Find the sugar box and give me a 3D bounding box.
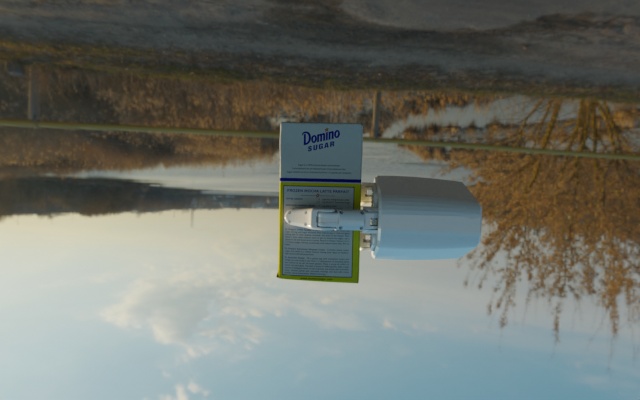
[{"bbox_3d":[0.000,0.002,0.542,0.093,0.176,0.048,2,0,4],"label":"sugar box"}]
